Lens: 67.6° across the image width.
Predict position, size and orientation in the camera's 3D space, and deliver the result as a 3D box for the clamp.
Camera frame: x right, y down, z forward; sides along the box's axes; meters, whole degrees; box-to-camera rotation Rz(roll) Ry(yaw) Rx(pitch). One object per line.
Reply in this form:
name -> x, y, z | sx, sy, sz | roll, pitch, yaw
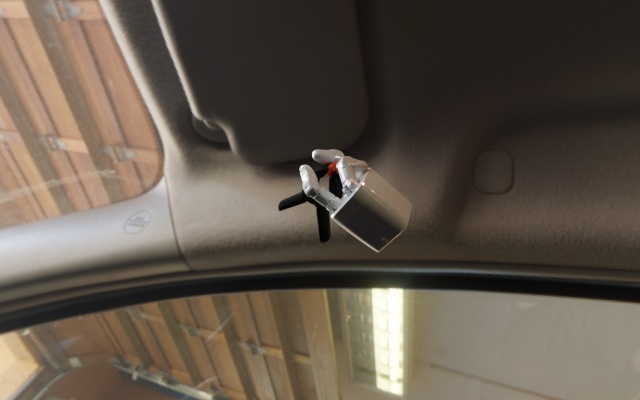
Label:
clamp -> 0.000, 0.002, 0.890 | 0.171, 0.120, 0.039 | -49, 3, 43
